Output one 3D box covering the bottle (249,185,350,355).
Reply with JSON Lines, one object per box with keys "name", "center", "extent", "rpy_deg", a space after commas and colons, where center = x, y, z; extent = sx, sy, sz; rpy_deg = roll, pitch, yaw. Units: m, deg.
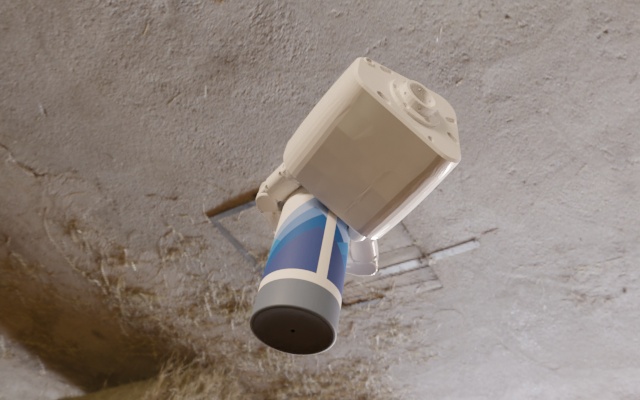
{"name": "bottle", "center": [0.000, 0.002, 0.465], "extent": [0.069, 0.069, 0.295], "rpy_deg": [0, 41, 11]}
